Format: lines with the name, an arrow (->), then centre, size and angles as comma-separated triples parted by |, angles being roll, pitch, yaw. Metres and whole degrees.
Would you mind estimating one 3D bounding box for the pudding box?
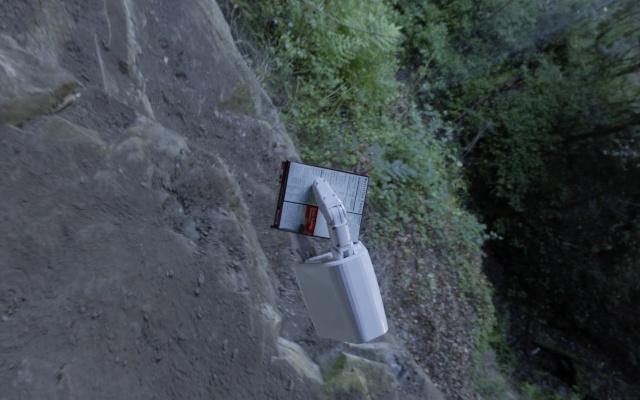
pudding box -> 0.000, 0.002, 0.606 | 0.113, 0.090, 0.039 | 11, -2, -19
